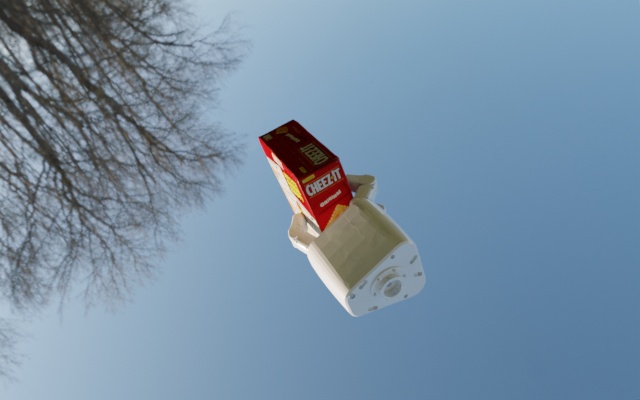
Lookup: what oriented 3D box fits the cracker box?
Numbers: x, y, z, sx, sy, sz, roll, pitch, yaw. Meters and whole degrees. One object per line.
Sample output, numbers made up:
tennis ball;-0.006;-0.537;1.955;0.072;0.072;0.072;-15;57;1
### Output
cracker box;0.000;0.003;0.723;0.072;0.214;0.164;-30;37;-10
